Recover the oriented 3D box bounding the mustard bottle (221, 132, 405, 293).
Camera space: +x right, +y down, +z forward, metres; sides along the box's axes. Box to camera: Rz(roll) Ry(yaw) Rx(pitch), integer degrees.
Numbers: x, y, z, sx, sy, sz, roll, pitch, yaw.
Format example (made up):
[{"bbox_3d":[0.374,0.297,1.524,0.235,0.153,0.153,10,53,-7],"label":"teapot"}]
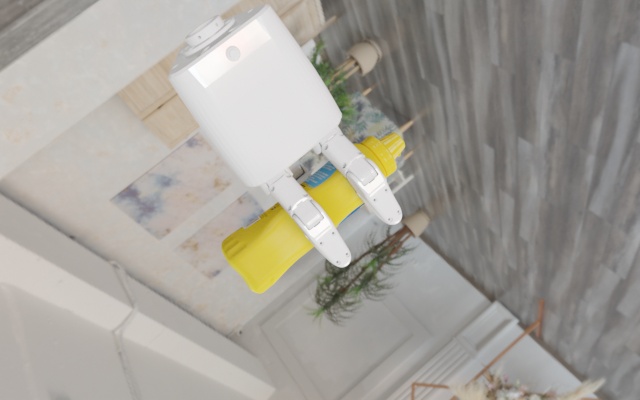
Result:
[{"bbox_3d":[0.000,0.002,0.439,0.191,0.058,0.096,-39,6,-7],"label":"mustard bottle"}]
